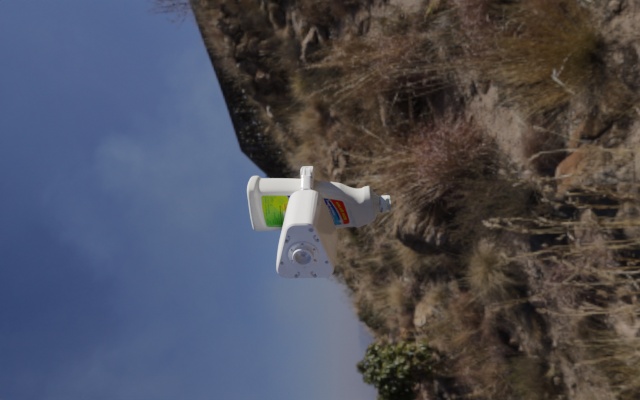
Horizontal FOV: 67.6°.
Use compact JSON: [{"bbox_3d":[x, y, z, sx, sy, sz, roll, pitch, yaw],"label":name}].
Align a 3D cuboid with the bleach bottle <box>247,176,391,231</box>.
[{"bbox_3d":[0.000,0.003,0.866,0.251,0.103,0.068,-2,27,5],"label":"bleach bottle"}]
